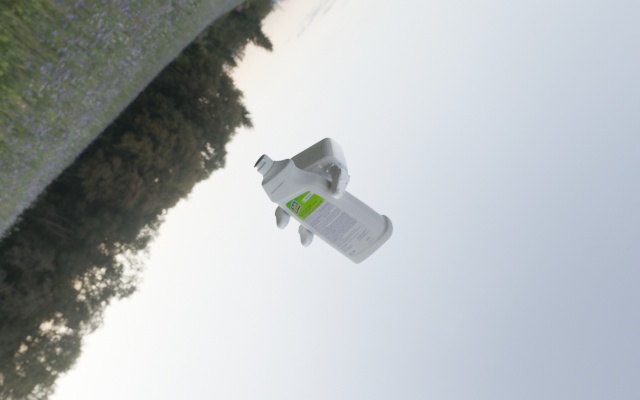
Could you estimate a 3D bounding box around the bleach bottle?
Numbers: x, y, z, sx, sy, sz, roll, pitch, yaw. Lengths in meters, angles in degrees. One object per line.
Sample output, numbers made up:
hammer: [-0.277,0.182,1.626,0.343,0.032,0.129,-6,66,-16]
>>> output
bleach bottle: [0.000,0.003,0.806,0.251,0.102,0.068,38,22,-20]
